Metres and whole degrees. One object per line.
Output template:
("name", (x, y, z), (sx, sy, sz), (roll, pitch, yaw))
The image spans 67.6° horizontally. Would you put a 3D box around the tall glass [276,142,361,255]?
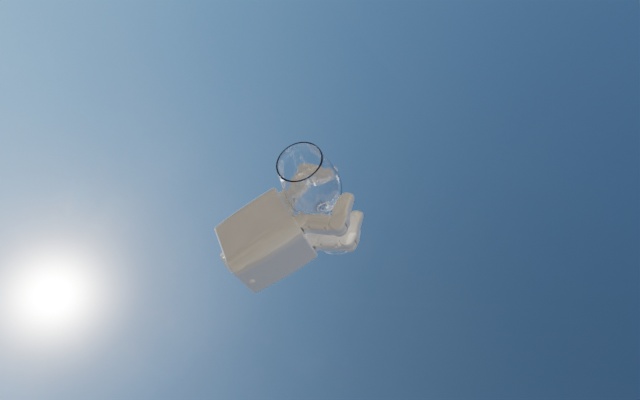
("tall glass", (0.000, 0.002, 0.676), (0.079, 0.079, 0.201), (0, -31, 18))
